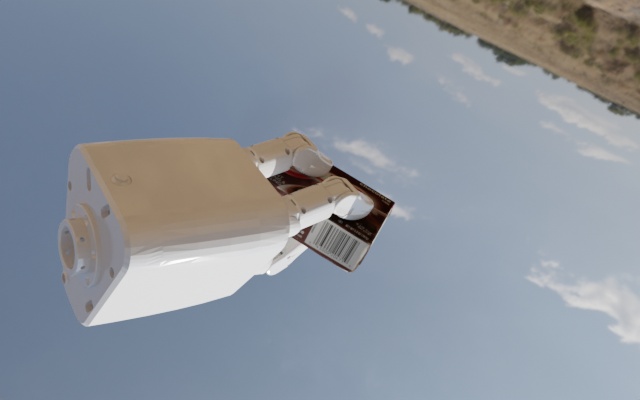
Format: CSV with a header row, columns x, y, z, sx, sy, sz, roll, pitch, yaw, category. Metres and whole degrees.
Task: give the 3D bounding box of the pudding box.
x,y,z,sx,sy,sz,roll,pitch,yaw,category
0.000,0.001,0.411,0.113,0.039,0.090,33,30,6,pudding box
